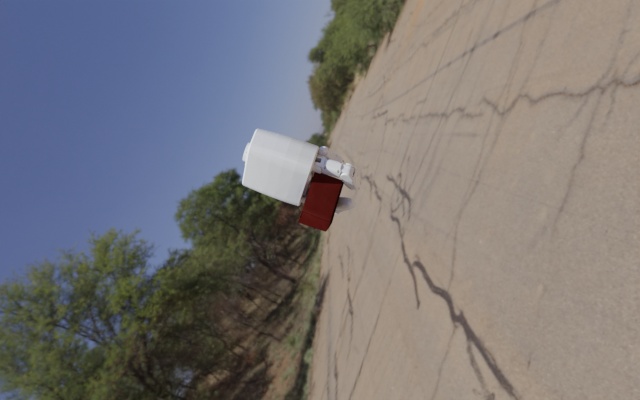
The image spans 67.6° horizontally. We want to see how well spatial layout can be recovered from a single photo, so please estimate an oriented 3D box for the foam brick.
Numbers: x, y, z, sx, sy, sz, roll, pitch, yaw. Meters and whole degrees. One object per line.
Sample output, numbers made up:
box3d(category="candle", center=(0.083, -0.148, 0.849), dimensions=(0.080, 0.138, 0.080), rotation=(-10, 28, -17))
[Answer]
box3d(category="foam brick", center=(0.000, 0.003, 0.779), dimensions=(0.051, 0.078, 0.053), rotation=(19, -24, -3))
